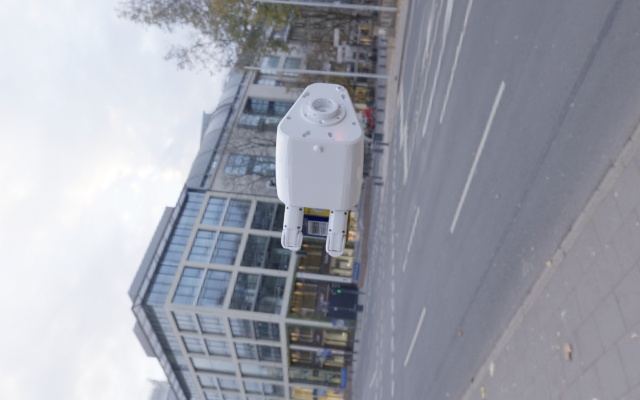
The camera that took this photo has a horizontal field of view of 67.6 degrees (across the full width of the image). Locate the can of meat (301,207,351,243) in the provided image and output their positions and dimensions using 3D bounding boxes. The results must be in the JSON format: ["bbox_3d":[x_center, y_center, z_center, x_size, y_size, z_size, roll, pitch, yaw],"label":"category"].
[{"bbox_3d":[0.000,0.002,0.638,0.084,0.102,0.057,6,-39,3],"label":"can of meat"}]
